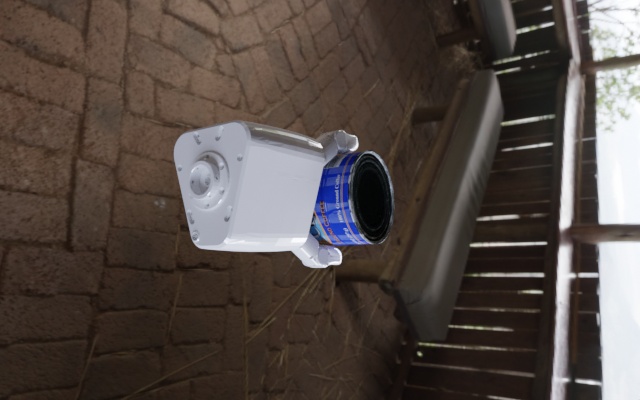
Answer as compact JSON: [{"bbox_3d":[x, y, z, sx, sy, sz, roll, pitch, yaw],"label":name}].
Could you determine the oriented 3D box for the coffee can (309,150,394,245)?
[{"bbox_3d":[0.000,0.002,0.553,0.140,0.103,0.103,-5,-3,33],"label":"coffee can"}]
